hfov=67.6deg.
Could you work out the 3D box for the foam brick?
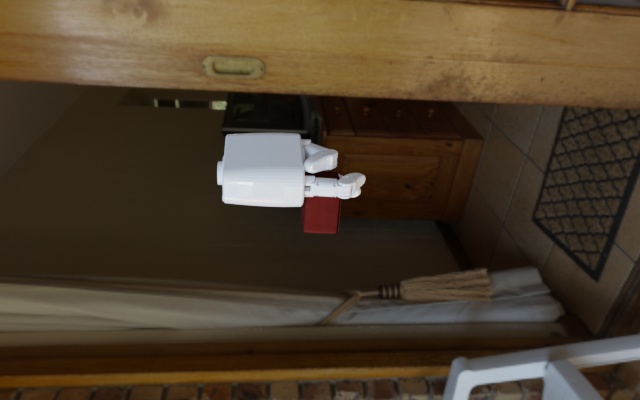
[{"bbox_3d":[0.000,0.003,0.690,0.051,0.078,0.053,0,26,-9],"label":"foam brick"}]
